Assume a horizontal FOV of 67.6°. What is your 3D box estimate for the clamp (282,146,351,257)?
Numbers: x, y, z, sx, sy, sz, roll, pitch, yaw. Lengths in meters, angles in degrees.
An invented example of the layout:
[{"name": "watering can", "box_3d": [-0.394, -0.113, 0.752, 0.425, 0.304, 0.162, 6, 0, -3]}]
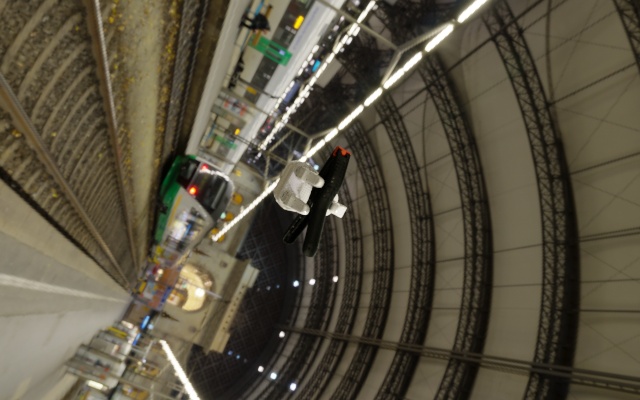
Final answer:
[{"name": "clamp", "box_3d": [0.001, 0.003, 0.856, 0.036, 0.210, 0.164, 27, 2, -18]}]
